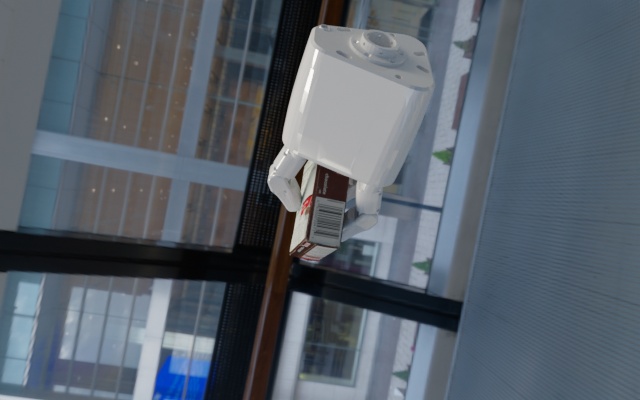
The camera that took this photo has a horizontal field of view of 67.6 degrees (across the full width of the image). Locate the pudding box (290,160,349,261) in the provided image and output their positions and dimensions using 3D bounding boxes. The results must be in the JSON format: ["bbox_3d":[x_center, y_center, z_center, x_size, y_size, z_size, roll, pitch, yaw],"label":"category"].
[{"bbox_3d":[0.000,0.002,0.508,0.039,0.113,0.090,13,-18,-9],"label":"pudding box"}]
